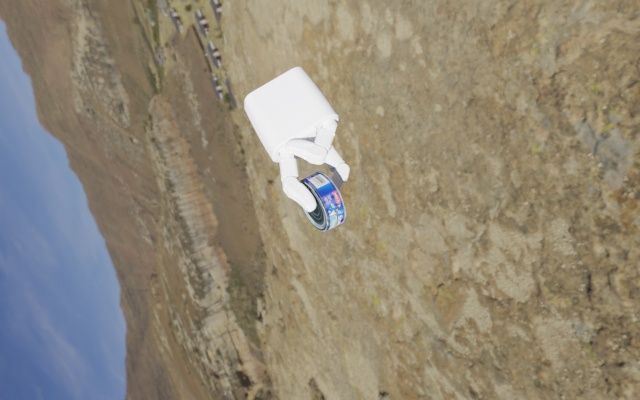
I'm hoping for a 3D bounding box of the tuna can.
[{"bbox_3d":[0.000,0.003,0.711,0.033,0.086,0.086,-27,11,-22],"label":"tuna can"}]
